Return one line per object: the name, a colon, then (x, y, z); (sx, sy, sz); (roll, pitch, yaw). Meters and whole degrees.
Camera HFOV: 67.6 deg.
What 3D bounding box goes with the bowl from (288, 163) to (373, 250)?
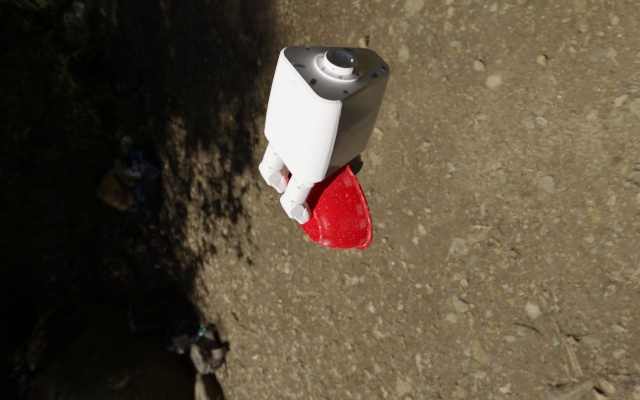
bowl: (0.000, 0.003, 0.619); (0.055, 0.162, 0.162); (-26, 8, -18)
